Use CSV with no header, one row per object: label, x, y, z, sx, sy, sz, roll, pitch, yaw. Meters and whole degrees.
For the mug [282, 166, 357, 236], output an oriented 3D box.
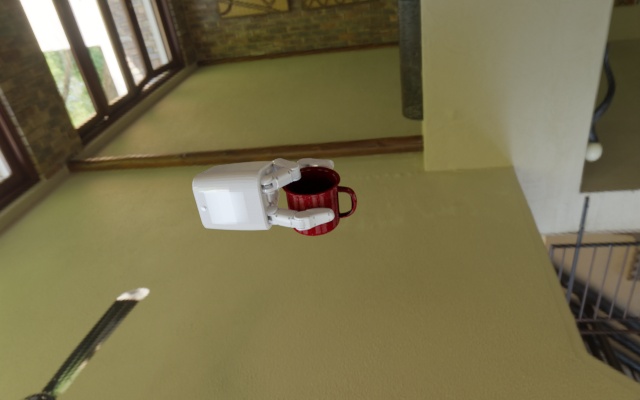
mug,0.002,0.003,0.762,0.117,0.081,0.093,0,32,10
